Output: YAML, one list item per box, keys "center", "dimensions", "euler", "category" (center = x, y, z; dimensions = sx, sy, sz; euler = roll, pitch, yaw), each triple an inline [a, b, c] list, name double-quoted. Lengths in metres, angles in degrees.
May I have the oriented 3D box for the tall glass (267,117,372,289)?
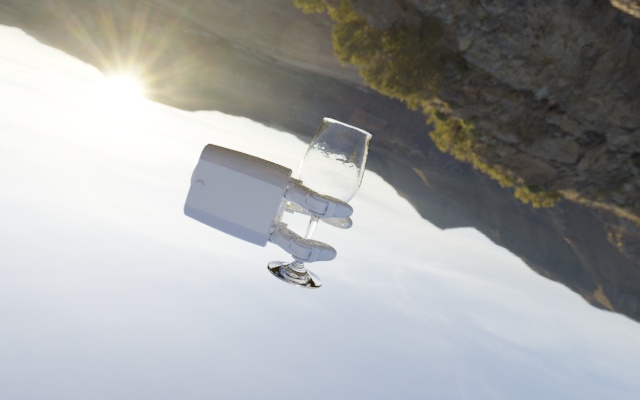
- center: [0.000, 0.003, 0.588]
  dimensions: [0.079, 0.201, 0.079]
  euler: [20, 9, -3]
  category: "tall glass"
